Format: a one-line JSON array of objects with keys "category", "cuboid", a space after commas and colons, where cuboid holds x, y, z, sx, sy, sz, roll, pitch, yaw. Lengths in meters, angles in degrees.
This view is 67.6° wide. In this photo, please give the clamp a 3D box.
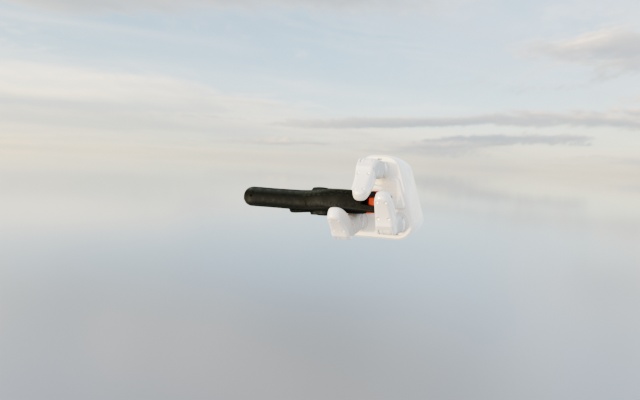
[{"category": "clamp", "cuboid": [0.000, 0.001, 0.625, 0.171, 0.039, 0.120, 4, 1, 21]}]
